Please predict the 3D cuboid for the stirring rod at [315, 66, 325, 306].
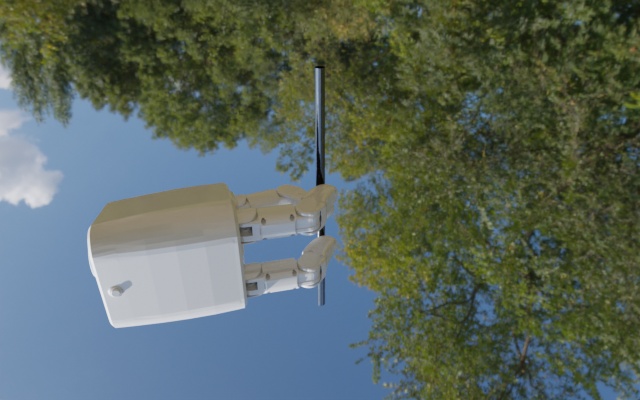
[{"bbox_3d":[0.000,0.001,0.427,0.011,0.240,0.011,0,31,0],"label":"stirring rod"}]
